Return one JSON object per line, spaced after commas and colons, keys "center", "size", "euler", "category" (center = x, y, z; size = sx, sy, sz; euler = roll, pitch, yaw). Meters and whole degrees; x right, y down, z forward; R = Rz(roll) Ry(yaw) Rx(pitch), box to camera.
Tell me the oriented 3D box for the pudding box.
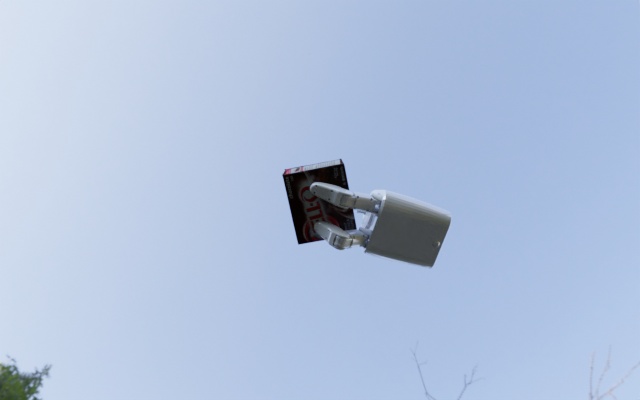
{"center": [0.000, 0.002, 0.697], "size": [0.090, 0.113, 0.039], "euler": [-11, 16, 3], "category": "pudding box"}
